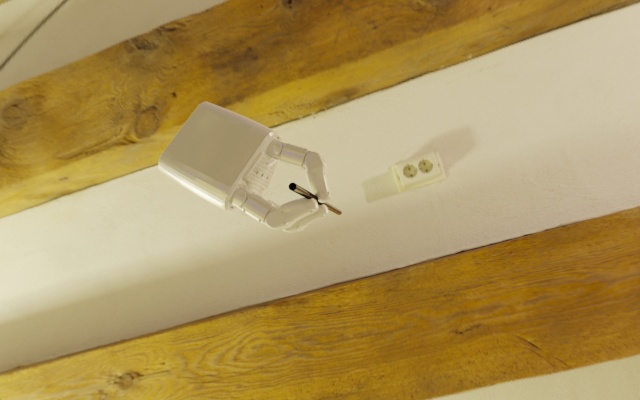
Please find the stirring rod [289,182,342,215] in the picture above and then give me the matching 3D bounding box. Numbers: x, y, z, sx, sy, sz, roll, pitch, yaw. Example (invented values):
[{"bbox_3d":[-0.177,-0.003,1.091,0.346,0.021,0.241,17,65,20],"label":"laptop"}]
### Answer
[{"bbox_3d":[0.000,0.002,0.579,0.011,0.011,0.239,0,-7,13],"label":"stirring rod"}]
